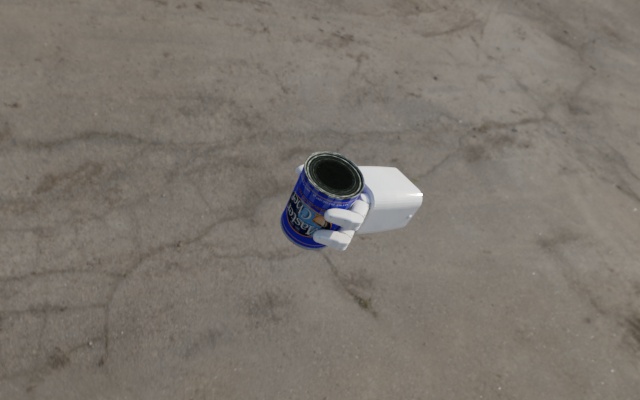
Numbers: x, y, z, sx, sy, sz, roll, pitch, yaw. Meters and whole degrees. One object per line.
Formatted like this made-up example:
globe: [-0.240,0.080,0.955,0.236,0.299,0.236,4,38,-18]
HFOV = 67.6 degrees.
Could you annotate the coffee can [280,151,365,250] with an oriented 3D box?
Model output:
coffee can: [0.000,0.003,0.801,0.103,0.102,0.140,0,-40,-25]
